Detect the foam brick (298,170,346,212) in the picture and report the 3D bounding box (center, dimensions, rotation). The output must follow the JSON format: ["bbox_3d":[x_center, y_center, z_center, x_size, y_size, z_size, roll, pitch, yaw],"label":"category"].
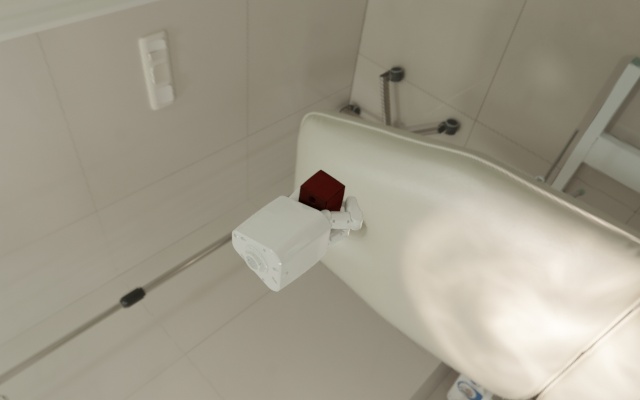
[{"bbox_3d":[0.000,0.002,0.761,0.053,0.078,0.051,33,50,22],"label":"foam brick"}]
